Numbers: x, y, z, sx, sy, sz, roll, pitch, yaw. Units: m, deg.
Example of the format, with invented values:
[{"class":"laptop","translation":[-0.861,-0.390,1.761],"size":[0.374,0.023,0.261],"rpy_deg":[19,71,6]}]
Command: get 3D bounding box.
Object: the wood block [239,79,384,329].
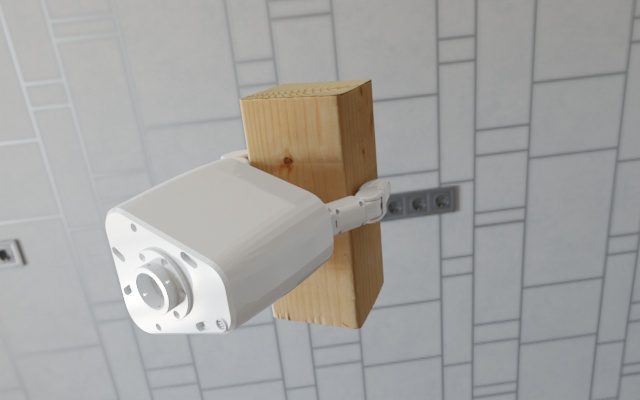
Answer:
[{"class":"wood block","translation":[0.000,0.001,0.438],"size":[0.091,0.206,0.090],"rpy_deg":[2,22,22]}]
